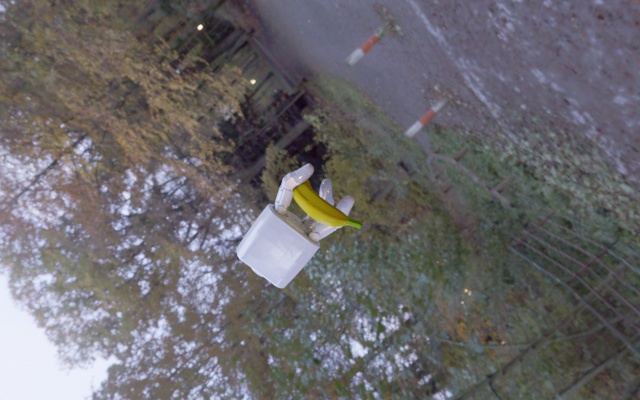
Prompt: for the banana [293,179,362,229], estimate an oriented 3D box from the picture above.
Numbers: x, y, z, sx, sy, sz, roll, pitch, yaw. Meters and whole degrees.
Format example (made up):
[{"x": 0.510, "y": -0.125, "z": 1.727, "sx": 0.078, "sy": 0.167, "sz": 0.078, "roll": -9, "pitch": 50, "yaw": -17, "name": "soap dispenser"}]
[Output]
[{"x": -0.012, "y": 0.000, "z": 0.824, "sx": 0.070, "sy": 0.037, "sz": 0.197, "roll": 19, "pitch": 16, "yaw": -41, "name": "banana"}]
